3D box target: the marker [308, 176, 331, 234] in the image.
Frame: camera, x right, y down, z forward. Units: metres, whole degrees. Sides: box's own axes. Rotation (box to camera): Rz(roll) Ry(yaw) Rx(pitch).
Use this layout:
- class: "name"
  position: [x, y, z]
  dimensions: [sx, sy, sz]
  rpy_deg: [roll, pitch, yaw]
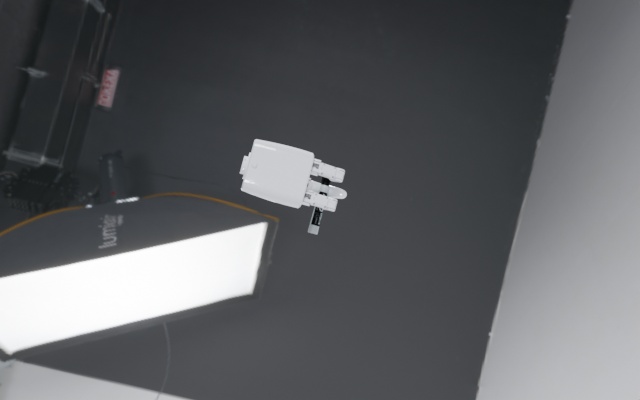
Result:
- class: "marker"
  position: [0.000, 0.003, 0.893]
  dimensions: [0.020, 0.121, 0.020]
  rpy_deg: [15, -5, 1]
